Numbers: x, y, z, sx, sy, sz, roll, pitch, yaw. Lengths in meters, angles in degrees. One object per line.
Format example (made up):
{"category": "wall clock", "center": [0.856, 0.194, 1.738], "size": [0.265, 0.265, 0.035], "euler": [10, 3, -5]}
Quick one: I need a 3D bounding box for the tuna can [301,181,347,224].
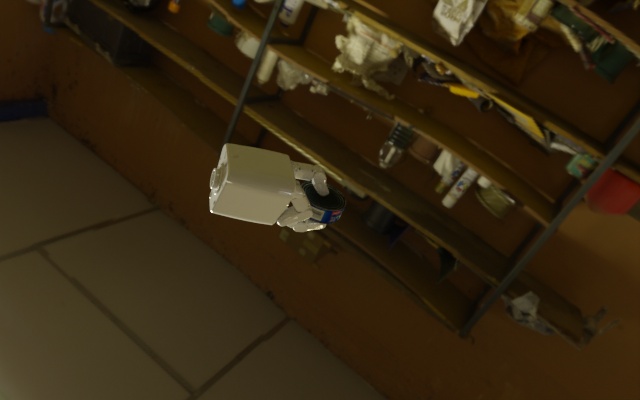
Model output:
{"category": "tuna can", "center": [0.000, 0.003, 0.841], "size": [0.086, 0.034, 0.086], "euler": [16, 32, -10]}
